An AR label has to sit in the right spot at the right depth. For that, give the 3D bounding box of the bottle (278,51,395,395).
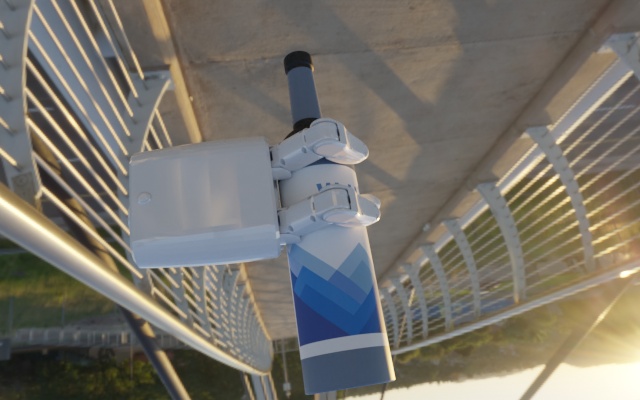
[{"bbox_3d":[0.000,0.002,0.401,0.069,0.295,0.069,-8,-21,-3],"label":"bottle"}]
